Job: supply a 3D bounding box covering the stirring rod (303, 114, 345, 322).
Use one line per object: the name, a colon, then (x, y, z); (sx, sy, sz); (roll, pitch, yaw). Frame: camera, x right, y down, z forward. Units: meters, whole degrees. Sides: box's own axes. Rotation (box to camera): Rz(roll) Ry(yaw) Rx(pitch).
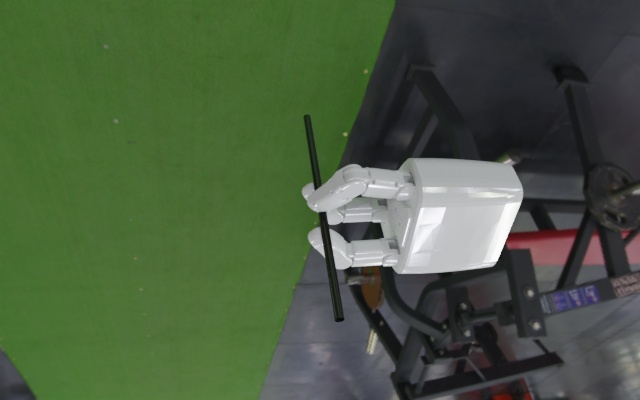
stirring rod: (0.000, 0.001, 0.453); (0.011, 0.239, 0.011); (-6, -38, -4)
